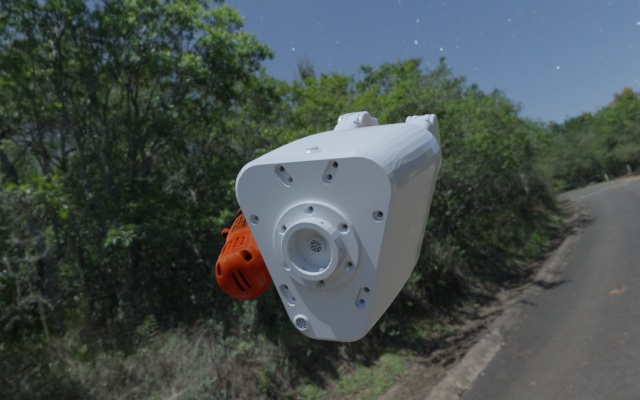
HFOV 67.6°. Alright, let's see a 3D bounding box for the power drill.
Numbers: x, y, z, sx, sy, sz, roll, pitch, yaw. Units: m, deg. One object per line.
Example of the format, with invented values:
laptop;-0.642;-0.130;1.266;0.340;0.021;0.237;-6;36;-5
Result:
power drill;0.000;0.001;0.440;0.187;0.057;0.184;-28;19;12
